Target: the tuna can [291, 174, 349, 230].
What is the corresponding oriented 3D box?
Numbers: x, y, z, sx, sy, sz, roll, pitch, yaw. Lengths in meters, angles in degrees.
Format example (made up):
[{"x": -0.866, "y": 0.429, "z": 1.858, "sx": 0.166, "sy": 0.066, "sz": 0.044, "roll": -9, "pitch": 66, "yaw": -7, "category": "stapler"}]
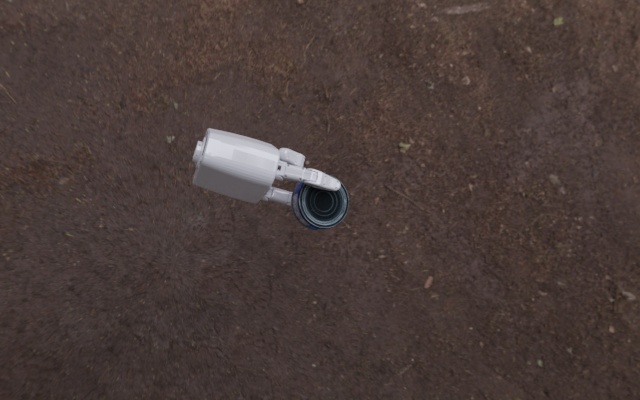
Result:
[{"x": 0.000, "y": 0.002, "z": 0.737, "sx": 0.086, "sy": 0.086, "sz": 0.034, "roll": 0, "pitch": -5, "yaw": -23, "category": "tuna can"}]
